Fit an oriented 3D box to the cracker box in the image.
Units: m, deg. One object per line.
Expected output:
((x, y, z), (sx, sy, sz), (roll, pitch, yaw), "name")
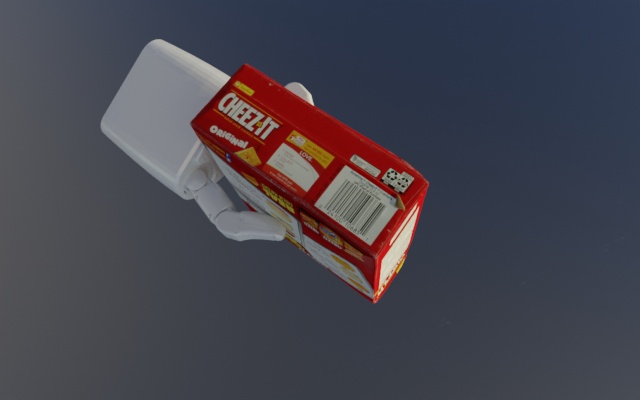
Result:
((0.000, 0.001, 0.416), (0.164, 0.072, 0.214), (35, -12, 16), "cracker box")
